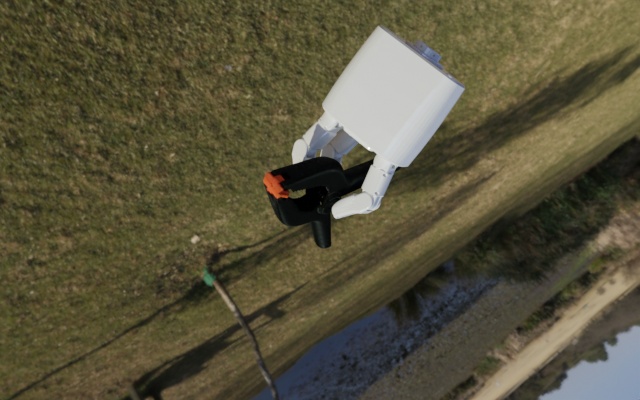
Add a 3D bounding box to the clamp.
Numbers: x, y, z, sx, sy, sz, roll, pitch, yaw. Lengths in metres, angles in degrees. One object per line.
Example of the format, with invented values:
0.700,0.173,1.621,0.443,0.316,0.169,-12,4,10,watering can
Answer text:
0.000,0.002,0.573,0.036,0.165,0.210,48,25,26,clamp
